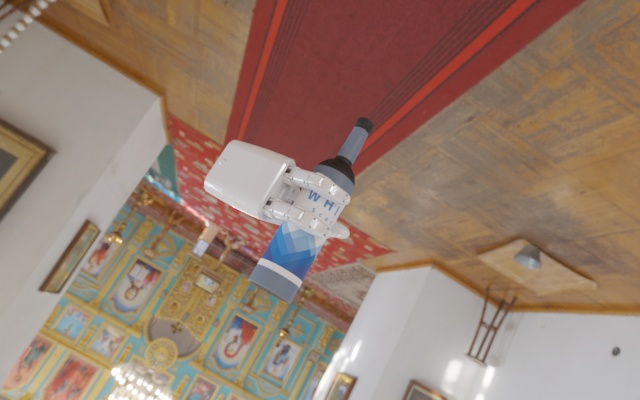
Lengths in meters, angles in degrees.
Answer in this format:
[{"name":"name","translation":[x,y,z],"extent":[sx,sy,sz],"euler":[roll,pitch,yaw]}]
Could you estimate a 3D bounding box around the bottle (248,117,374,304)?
[{"name":"bottle","translation":[0.000,0.003,0.693],"extent":[0.069,0.295,0.069],"euler":[27,-17,9]}]
